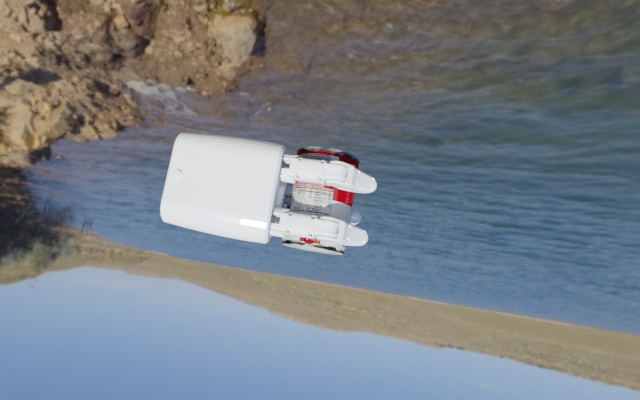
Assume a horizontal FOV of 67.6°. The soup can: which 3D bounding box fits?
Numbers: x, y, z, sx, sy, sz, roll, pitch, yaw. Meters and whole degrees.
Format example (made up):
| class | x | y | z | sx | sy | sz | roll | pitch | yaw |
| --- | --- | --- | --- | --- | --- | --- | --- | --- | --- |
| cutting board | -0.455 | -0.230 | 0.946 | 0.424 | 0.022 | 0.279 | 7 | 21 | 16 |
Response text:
| class | x | y | z | sx | sy | sz | roll | pitch | yaw |
| --- | --- | --- | --- | --- | --- | --- | --- | --- | --- |
| soup can | 0.001 | 0.002 | 0.505 | 0.068 | 0.102 | 0.068 | 9 | -9 | 2 |
